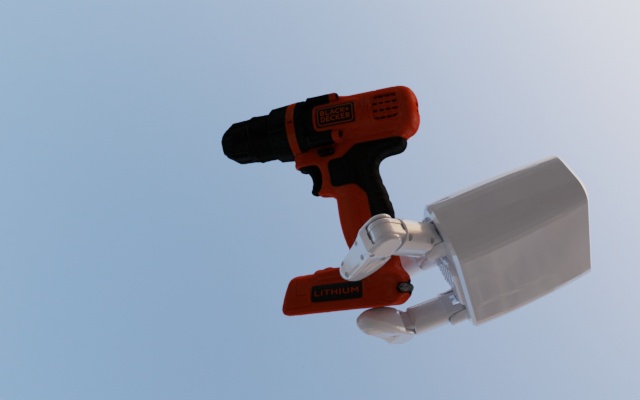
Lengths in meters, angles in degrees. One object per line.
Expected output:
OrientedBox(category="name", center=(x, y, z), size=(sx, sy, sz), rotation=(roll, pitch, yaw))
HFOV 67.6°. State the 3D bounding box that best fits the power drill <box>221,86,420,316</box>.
OrientedBox(category="power drill", center=(0.000, 0.002, 0.411), size=(0.184, 0.187, 0.057), rotation=(-9, -12, 19))
